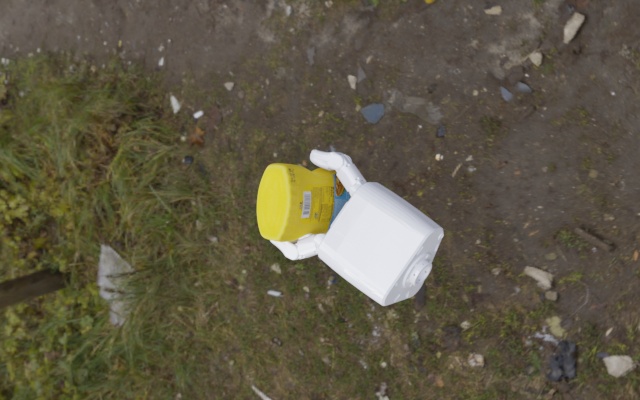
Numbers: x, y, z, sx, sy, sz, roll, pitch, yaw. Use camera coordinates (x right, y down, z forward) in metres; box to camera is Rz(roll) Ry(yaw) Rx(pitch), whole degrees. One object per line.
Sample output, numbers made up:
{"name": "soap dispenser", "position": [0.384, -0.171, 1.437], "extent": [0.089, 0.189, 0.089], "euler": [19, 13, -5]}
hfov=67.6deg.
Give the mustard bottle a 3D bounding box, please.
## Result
{"name": "mustard bottle", "position": [0.000, 0.002, 0.652], "extent": [0.058, 0.096, 0.191], "euler": [7, 5, 38]}
